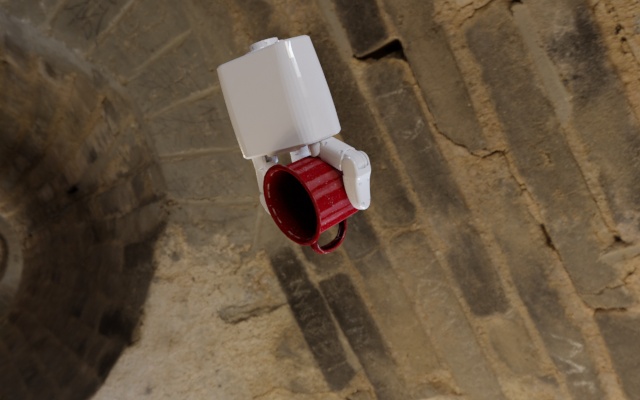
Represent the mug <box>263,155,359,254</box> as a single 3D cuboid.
[{"bbox_3d":[0.001,0.003,0.531,0.081,0.117,0.093,-28,18,-35],"label":"mug"}]
